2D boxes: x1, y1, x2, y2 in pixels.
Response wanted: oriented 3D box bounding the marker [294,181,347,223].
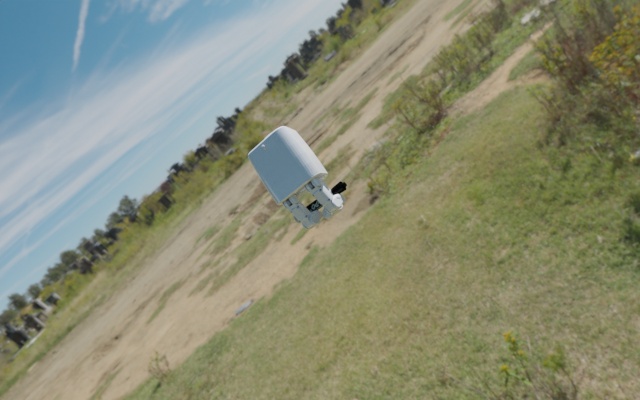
[{"bbox_3d":[0.000,0.003,0.869,0.121,0.020,0.020,-37,-18,26],"label":"marker"}]
